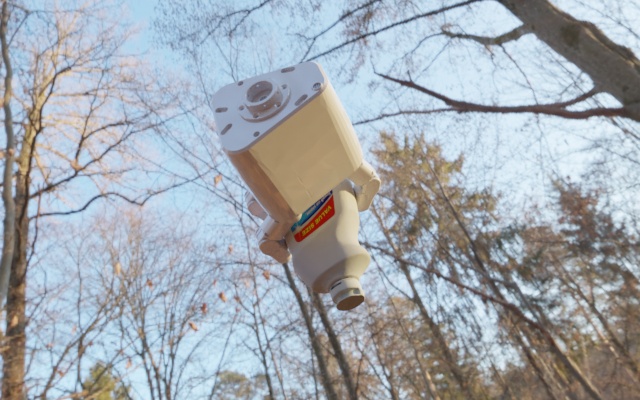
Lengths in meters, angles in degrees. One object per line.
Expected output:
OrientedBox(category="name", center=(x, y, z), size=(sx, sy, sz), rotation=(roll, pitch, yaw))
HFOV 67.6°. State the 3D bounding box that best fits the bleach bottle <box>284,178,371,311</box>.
OrientedBox(category="bleach bottle", center=(0.000, 0.002, 0.527), size=(0.102, 0.250, 0.068), rotation=(-26, -38, 6))
